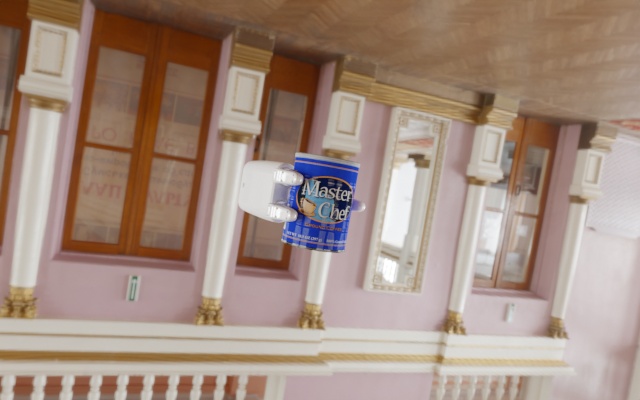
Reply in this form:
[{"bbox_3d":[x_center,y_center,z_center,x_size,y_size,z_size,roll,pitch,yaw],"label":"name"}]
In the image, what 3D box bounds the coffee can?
[{"bbox_3d":[0.000,0.002,0.749,0.103,0.140,0.103,10,2,0],"label":"coffee can"}]
